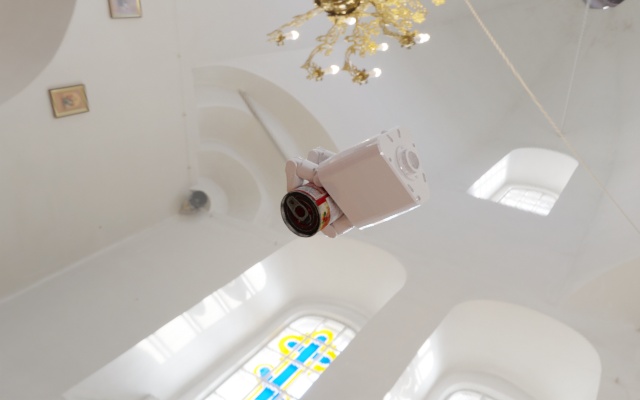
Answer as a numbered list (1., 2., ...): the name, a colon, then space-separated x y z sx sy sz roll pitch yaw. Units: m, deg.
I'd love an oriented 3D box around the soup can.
1. soup can: 0.000 0.002 0.684 0.068 0.068 0.102 0 20 36
